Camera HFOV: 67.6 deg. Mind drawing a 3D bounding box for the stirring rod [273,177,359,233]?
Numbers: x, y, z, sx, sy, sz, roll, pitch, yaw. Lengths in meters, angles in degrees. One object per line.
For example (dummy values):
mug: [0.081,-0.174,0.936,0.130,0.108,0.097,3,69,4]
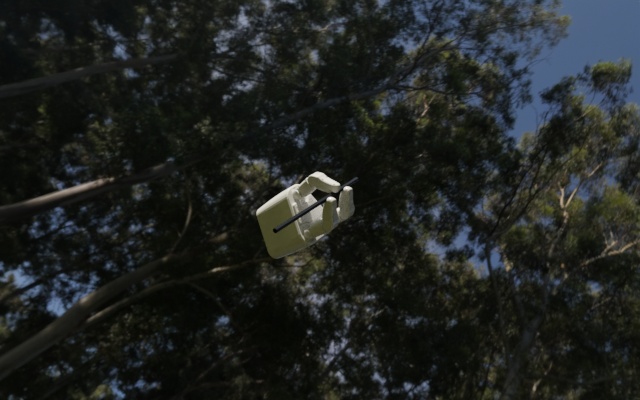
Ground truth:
stirring rod: [0.000,0.003,0.793,0.011,0.011,0.239,0,20,37]
